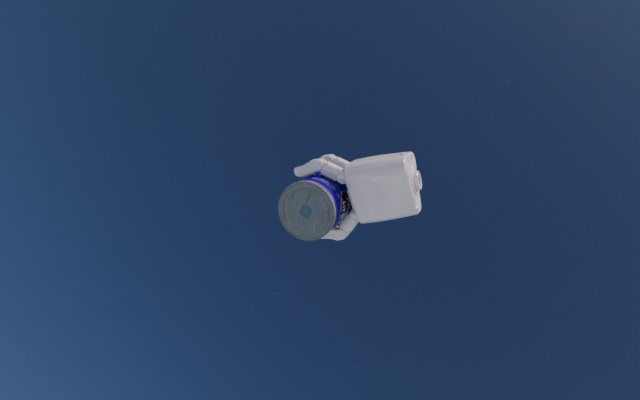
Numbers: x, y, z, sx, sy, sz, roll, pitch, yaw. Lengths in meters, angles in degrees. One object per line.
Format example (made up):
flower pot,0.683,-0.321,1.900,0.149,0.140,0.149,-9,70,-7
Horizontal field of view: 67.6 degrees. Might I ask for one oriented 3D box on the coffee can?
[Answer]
coffee can,0.000,0.003,0.853,0.103,0.103,0.140,0,13,21
